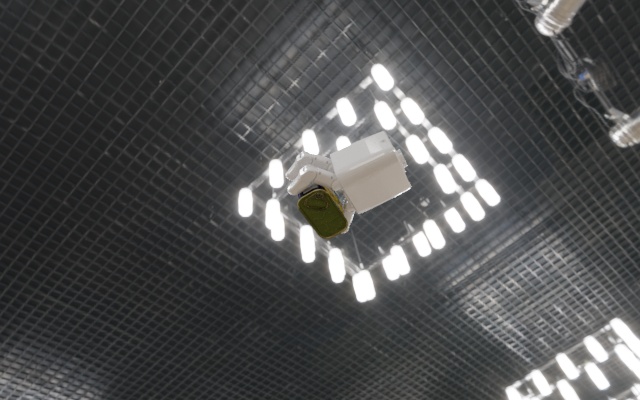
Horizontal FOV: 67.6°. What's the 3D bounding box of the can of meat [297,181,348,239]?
[{"bbox_3d":[0.000,0.003,0.842,0.057,0.102,0.084,-29,32,11],"label":"can of meat"}]
